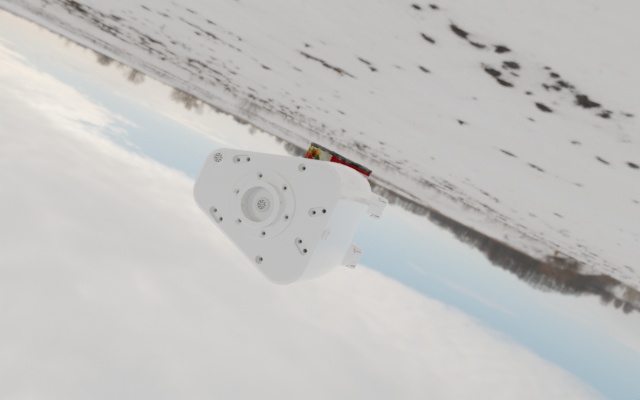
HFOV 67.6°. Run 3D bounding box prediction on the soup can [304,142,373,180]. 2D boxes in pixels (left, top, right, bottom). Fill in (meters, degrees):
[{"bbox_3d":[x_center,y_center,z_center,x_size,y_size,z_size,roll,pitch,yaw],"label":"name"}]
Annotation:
[{"bbox_3d":[0.000,0.002,0.482,0.068,0.102,0.068,25,4,-2],"label":"soup can"}]
